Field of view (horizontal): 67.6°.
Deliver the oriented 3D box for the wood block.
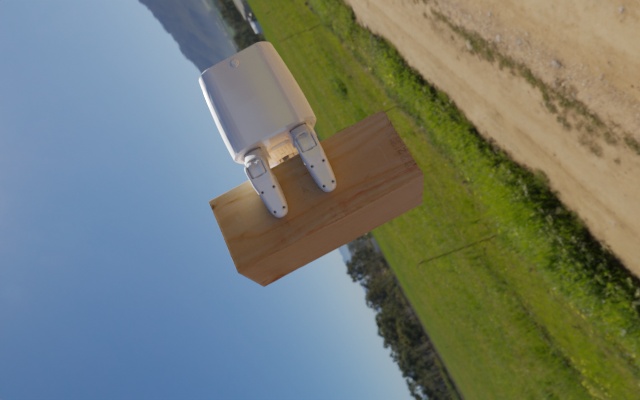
[{"bbox_3d":[0.000,0.002,0.522,0.206,0.090,0.091,-28,-21,1],"label":"wood block"}]
